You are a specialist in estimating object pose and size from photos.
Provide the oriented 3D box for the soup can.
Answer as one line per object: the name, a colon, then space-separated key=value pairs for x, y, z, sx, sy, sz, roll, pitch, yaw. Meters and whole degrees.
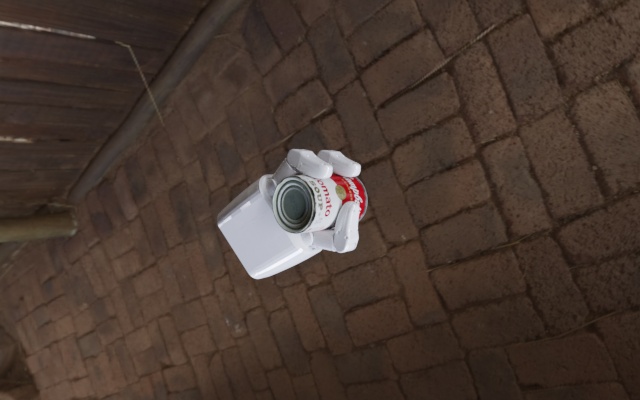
soup can: x=0.000 y=0.002 z=0.576 sx=0.068 sy=0.068 sz=0.102 roll=0 pitch=3 yaw=40
